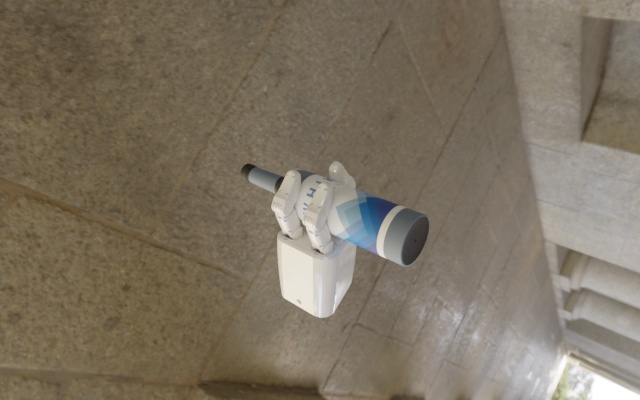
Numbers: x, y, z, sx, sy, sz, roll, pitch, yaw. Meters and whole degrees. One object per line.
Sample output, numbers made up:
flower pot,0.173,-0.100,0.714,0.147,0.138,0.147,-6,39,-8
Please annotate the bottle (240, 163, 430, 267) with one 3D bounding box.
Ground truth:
bottle,0.000,0.002,0.647,0.295,0.069,0.069,22,13,34
